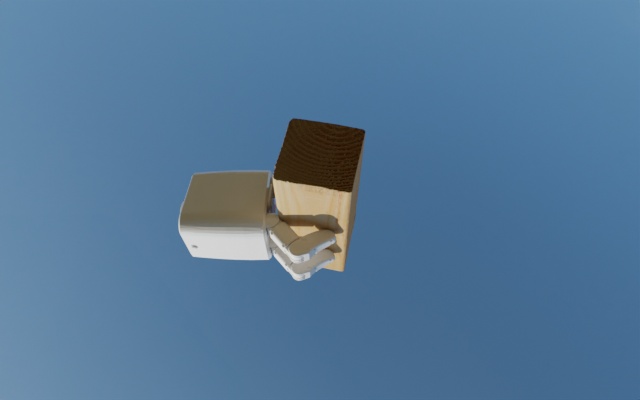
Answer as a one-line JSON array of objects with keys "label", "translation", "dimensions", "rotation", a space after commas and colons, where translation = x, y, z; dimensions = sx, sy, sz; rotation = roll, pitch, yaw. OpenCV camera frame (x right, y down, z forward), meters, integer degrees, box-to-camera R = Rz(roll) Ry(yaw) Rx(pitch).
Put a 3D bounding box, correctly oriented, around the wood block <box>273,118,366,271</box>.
[{"label": "wood block", "translation": [0.000, 0.002, 0.611], "dimensions": [0.090, 0.090, 0.206], "rotation": [10, -31, 6]}]
